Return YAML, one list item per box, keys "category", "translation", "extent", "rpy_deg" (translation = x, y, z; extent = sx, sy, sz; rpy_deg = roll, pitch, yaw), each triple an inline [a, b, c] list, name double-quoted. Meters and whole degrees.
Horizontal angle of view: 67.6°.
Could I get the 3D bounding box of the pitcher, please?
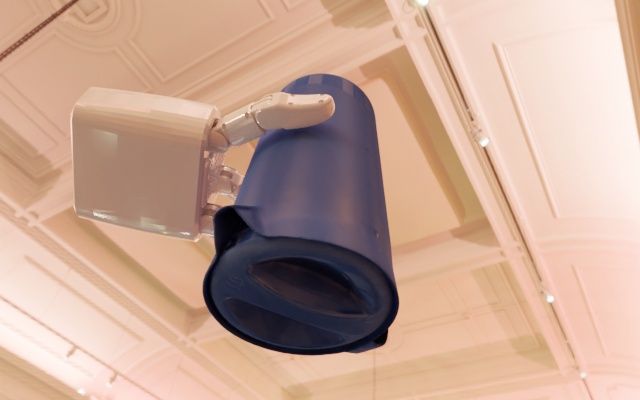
- category: "pitcher"
  translation: [0.000, 0.001, 0.412]
  extent: [0.145, 0.149, 0.242]
  rpy_deg: [9, 42, -2]
